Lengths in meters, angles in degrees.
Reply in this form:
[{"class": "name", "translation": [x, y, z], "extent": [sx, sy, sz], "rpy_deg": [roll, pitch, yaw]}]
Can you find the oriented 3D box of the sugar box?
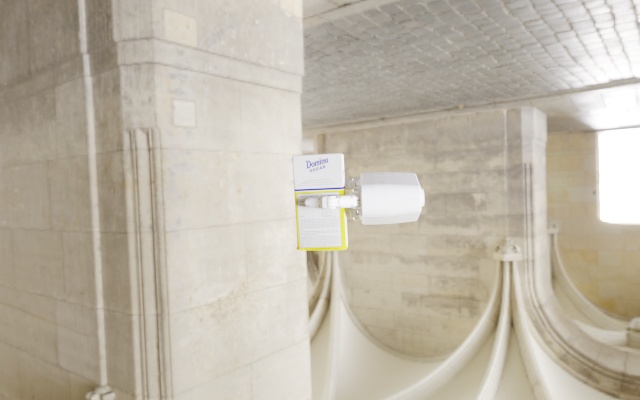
[{"class": "sugar box", "translation": [0.000, 0.003, 0.882], "extent": [0.093, 0.176, 0.048], "rpy_deg": [-2, 2, 8]}]
